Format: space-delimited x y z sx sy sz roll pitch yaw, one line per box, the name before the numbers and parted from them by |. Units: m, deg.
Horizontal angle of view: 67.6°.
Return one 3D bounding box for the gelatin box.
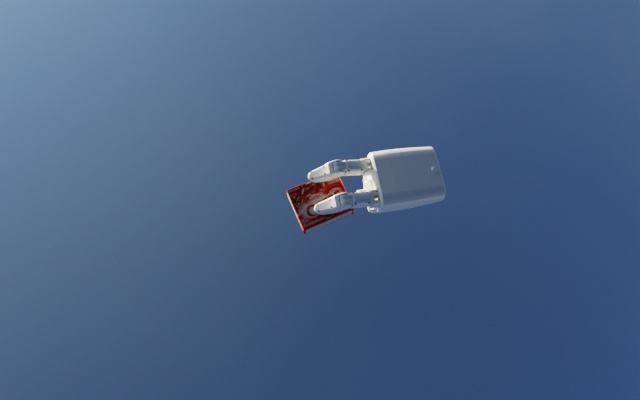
gelatin box | 0.000 0.003 0.765 0.089 0.073 0.030 -22 -16 -6
